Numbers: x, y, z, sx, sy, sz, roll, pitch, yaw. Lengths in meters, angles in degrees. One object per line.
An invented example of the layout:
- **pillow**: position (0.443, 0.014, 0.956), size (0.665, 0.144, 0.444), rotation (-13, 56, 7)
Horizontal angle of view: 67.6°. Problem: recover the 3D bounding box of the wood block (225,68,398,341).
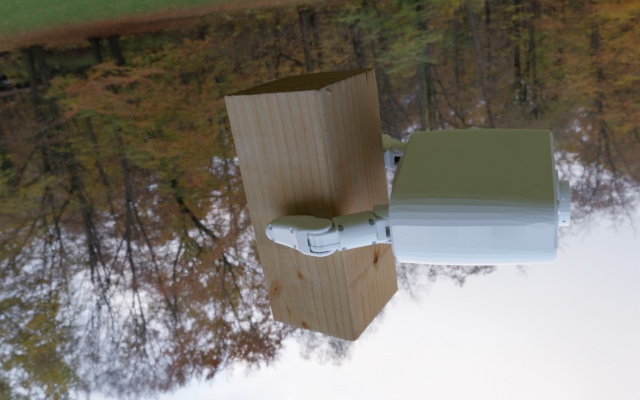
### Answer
- **wood block**: position (0.000, 0.002, 0.409), size (0.090, 0.206, 0.090), rotation (5, 25, 34)
